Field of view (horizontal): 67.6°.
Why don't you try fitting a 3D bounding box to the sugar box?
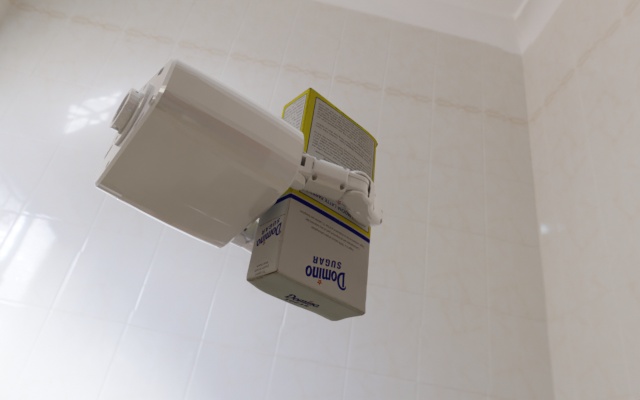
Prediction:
[{"bbox_3d":[0.000,0.001,0.402,0.093,0.176,0.048,32,-37,-31],"label":"sugar box"}]
